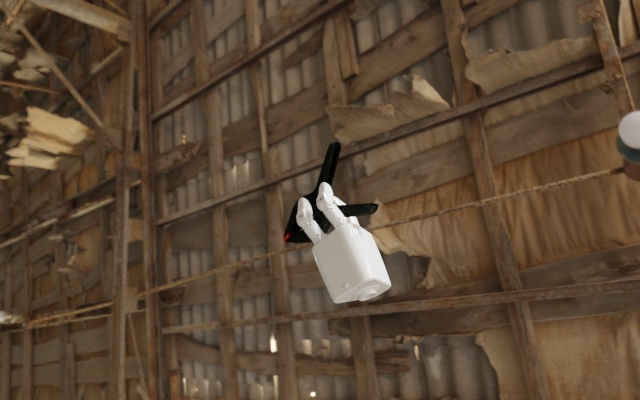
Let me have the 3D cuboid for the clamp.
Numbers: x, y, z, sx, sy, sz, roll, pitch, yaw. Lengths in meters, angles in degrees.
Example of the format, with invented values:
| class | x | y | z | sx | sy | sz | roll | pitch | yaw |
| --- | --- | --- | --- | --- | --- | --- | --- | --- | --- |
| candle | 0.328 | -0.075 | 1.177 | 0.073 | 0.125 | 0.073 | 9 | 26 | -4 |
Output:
| class | x | y | z | sx | sy | sz | roll | pitch | yaw |
| --- | --- | --- | --- | --- | --- | --- | --- | --- | --- |
| clamp | 0.000 | 0.004 | 0.886 | 0.210 | 0.164 | 0.036 | -39 | -33 | 30 |
